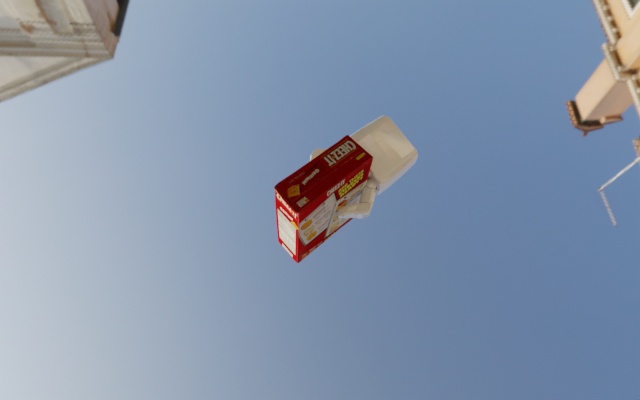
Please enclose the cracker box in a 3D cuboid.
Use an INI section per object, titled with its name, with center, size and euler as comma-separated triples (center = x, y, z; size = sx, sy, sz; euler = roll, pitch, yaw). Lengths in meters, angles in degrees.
[cracker box]
center = 0.000, 0.003, 0.853
size = 0.164, 0.072, 0.214
euler = -37, -21, -20
